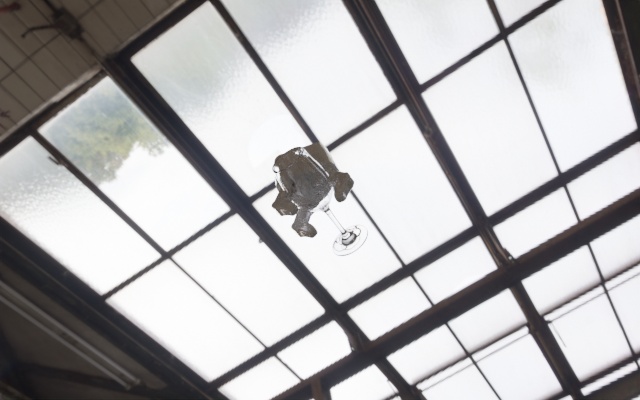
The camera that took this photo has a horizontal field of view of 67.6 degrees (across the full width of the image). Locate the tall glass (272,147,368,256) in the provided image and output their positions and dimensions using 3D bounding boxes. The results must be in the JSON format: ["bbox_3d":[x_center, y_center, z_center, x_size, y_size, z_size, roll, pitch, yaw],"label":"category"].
[{"bbox_3d":[0.001,0.003,0.814,0.079,0.079,0.201,0,-44,48],"label":"tall glass"}]
